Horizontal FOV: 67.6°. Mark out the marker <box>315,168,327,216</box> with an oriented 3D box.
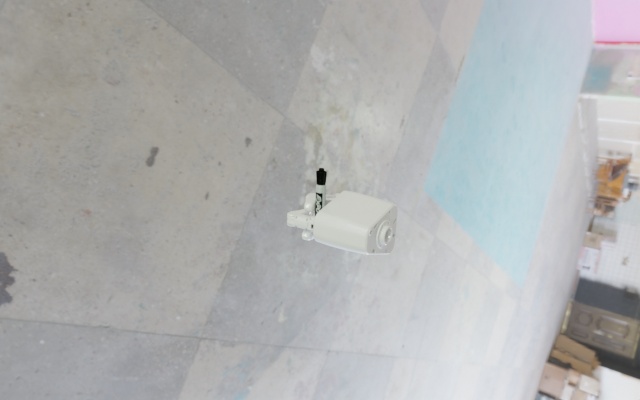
[{"bbox_3d":[0.000,0.003,0.833,0.020,0.121,0.020,2,17,-1],"label":"marker"}]
